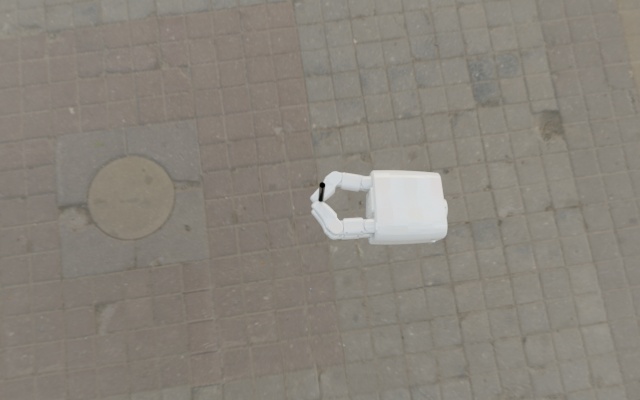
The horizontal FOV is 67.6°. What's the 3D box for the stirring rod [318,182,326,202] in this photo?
[{"bbox_3d":[0.000,0.002,0.722,0.011,0.011,0.239,0,-10,-1],"label":"stirring rod"}]
